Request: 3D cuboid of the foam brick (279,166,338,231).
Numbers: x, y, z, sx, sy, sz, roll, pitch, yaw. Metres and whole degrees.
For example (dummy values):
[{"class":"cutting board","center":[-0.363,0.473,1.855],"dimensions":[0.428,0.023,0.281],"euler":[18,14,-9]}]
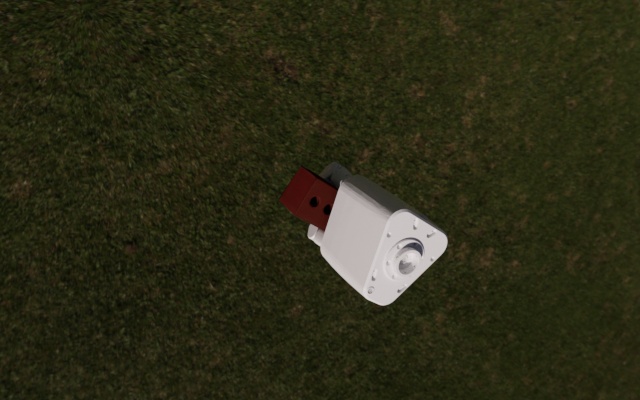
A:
[{"class":"foam brick","center":[0.000,0.002,0.590],"dimensions":[0.078,0.053,0.051],"euler":[29,7,-32]}]
